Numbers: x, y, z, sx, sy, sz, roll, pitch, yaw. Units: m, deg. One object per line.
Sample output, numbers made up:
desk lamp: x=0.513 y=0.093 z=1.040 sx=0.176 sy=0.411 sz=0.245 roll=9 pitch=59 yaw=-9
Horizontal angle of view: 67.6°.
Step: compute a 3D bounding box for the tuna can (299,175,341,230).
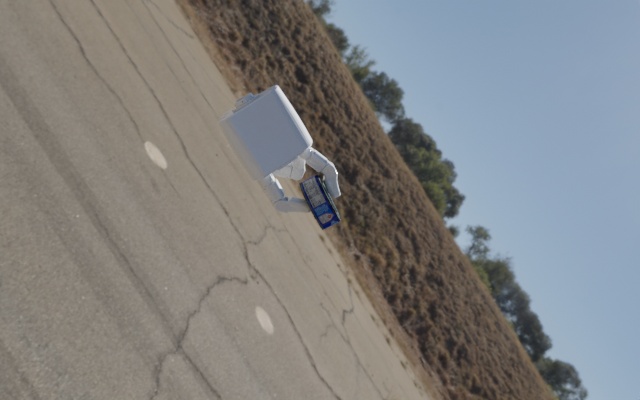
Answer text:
tuna can: x=0.001 y=0.002 z=0.767 sx=0.034 sy=0.086 sz=0.086 roll=-27 pitch=-2 yaw=4
